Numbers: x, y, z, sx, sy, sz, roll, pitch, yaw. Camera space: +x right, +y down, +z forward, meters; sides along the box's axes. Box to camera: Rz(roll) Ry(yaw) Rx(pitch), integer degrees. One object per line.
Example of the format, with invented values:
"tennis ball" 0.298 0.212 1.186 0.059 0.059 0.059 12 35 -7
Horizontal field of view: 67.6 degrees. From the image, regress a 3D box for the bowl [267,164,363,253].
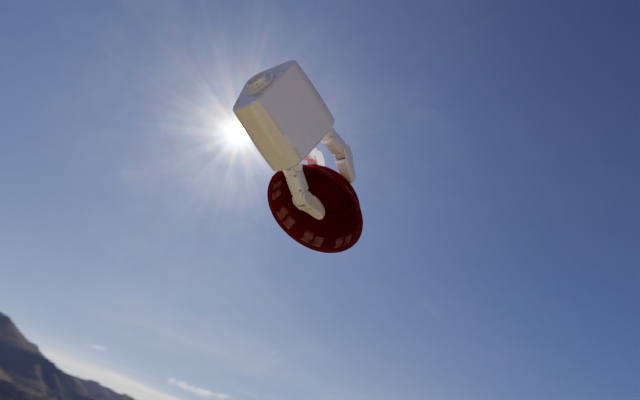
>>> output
"bowl" 0.001 0.003 0.739 0.162 0.162 0.055 0 33 32
